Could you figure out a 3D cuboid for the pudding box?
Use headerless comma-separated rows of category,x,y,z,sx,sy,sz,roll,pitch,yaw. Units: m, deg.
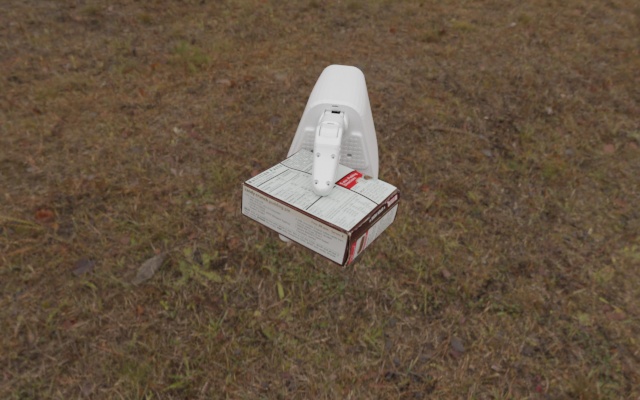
pudding box,0.000,0.001,0.420,0.113,0.039,0.090,23,38,26
